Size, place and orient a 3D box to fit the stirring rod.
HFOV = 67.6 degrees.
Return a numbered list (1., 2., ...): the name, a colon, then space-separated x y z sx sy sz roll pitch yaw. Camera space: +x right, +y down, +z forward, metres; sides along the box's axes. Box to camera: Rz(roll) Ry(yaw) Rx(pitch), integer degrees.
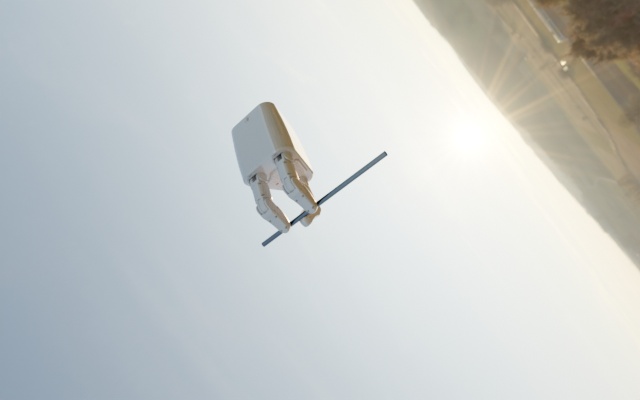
1. stirring rod: 0.000 0.002 0.692 0.239 0.011 0.011 -37 -16 23
